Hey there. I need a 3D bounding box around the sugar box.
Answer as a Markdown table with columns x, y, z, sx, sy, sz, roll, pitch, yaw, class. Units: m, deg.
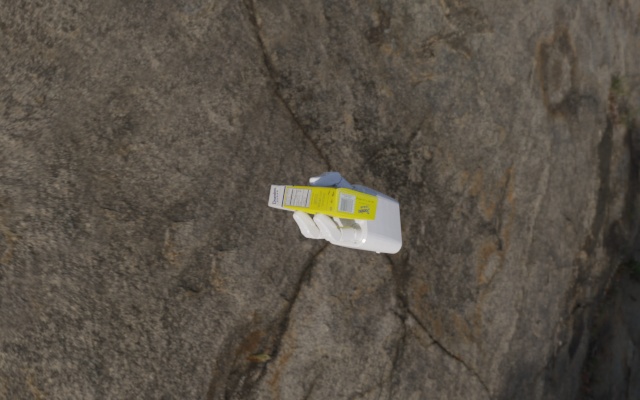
| x | y | z | sx | sy | sz | roll | pitch | yaw | class |
| --- | --- | --- | --- | --- | --- | --- | --- | --- | --- |
| 0.000 | 0.003 | 0.809 | 0.093 | 0.048 | 0.176 | 13 | -8 | -41 | sugar box |
